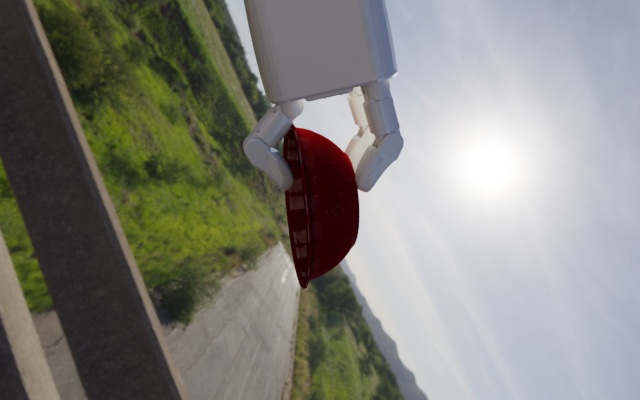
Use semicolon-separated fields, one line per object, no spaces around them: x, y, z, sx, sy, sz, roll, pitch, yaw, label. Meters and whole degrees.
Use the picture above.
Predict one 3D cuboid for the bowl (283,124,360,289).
0.000;0.003;0.463;0.055;0.162;0.162;-5;1;-10;bowl
